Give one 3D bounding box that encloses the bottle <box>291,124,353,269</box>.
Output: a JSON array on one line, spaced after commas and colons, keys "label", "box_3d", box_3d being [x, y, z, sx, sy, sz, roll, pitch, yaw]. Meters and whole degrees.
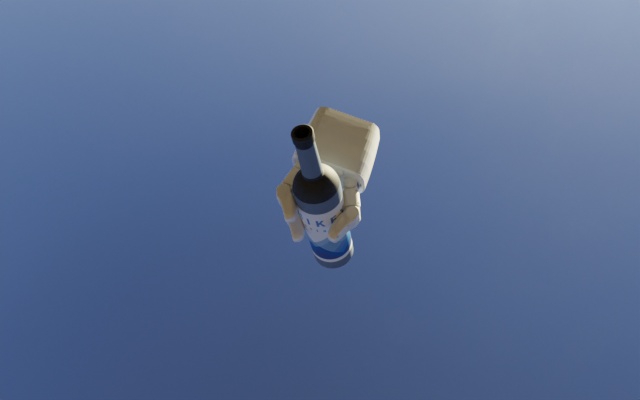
[{"label": "bottle", "box_3d": [0.000, 0.002, 0.680, 0.069, 0.069, 0.296, 0, -34, 10]}]
